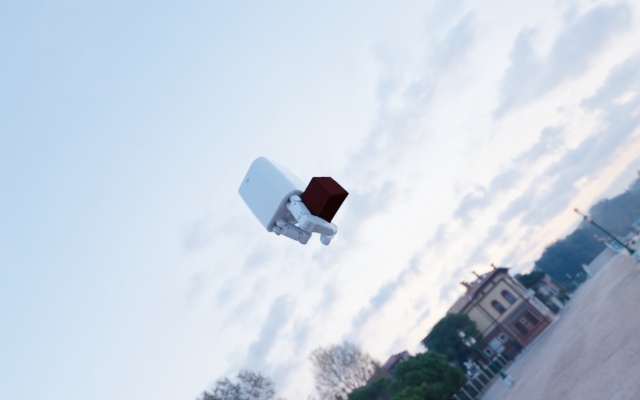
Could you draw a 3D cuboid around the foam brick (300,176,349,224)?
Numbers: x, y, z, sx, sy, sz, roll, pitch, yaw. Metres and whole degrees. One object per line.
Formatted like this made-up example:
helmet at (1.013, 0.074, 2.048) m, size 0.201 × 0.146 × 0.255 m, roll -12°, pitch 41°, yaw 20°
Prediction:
foam brick at (0.000, 0.003, 0.820) m, size 0.053 × 0.078 × 0.051 m, roll -4°, pitch 43°, yaw -50°
